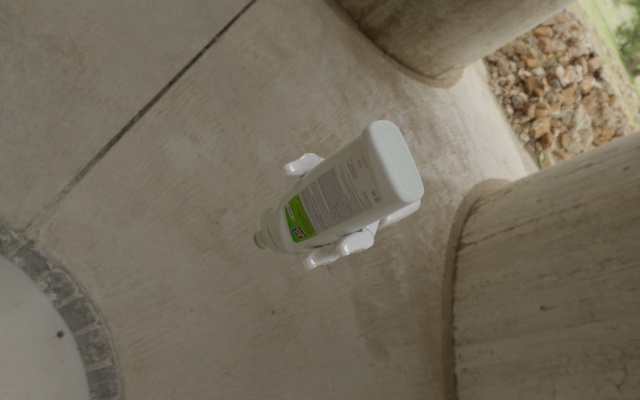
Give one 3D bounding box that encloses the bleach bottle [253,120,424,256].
[{"bbox_3d":[0.000,0.002,0.598,0.251,0.102,0.068,-27,-8,38],"label":"bleach bottle"}]
